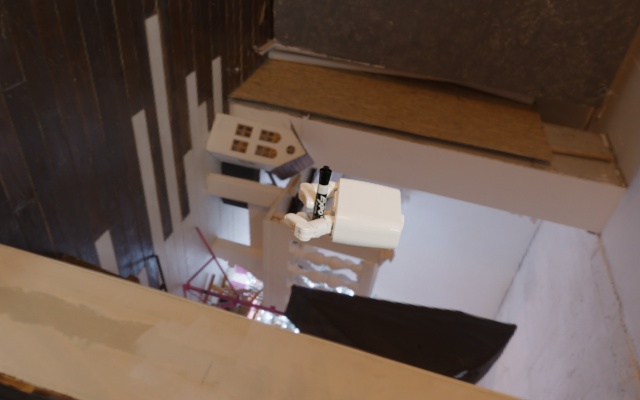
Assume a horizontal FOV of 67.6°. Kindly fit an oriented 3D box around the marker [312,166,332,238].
[{"bbox_3d":[0.000,0.002,0.737,0.020,0.121,0.020,7,28,-4],"label":"marker"}]
